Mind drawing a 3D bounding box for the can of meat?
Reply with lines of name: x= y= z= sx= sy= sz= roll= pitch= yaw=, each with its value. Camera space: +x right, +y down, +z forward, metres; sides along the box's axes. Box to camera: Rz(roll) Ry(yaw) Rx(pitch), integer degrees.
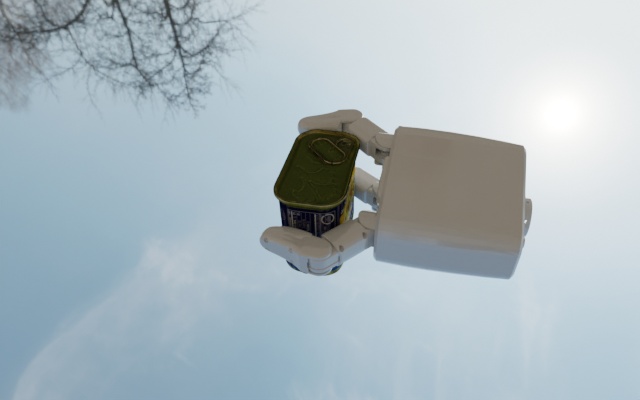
can of meat: x=0.000 y=0.002 z=0.414 sx=0.057 sy=0.084 sz=0.102 roll=7 pitch=42 yaw=10
